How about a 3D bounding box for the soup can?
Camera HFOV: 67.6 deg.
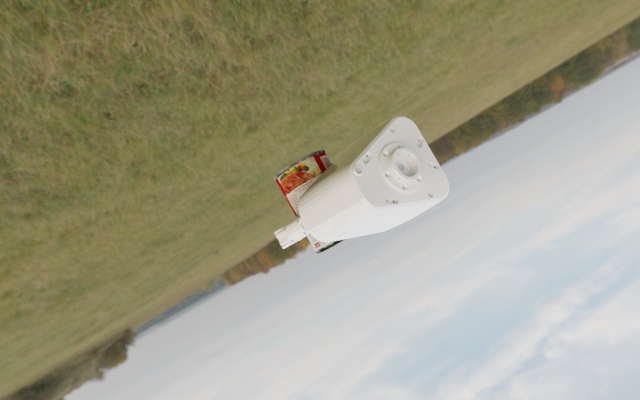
[{"bbox_3d":[0.000,0.002,0.554,0.068,0.102,0.068,-30,-3,-2],"label":"soup can"}]
